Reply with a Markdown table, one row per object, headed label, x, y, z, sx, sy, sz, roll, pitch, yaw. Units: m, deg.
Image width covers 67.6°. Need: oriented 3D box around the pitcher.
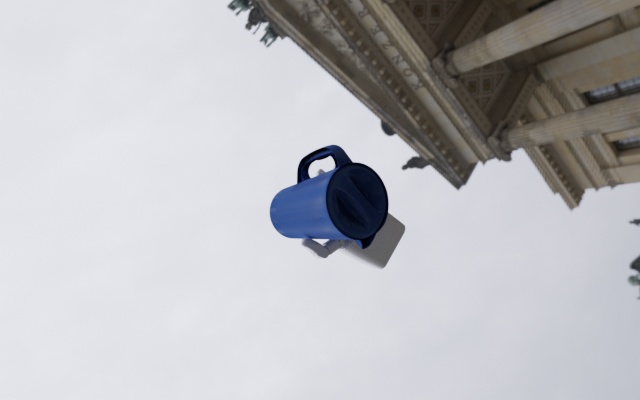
| label | x | y | z | sx | sy | sz | roll | pitch | yaw |
| --- | --- | --- | --- | --- | --- | --- | --- | --- | --- |
| pitcher | 0.000 | 0.003 | 0.896 | 0.145 | 0.149 | 0.243 | 30 | -22 | -27 |
